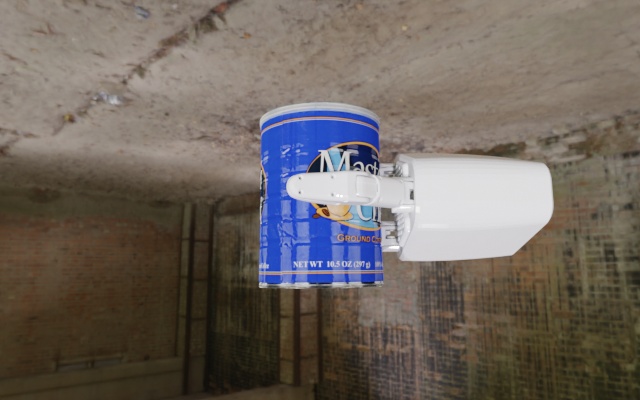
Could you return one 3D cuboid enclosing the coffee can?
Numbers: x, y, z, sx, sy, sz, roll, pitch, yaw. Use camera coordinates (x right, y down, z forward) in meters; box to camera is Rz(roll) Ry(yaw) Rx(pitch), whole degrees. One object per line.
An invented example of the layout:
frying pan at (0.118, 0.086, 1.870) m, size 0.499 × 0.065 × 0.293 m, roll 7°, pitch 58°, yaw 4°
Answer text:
coffee can at (0.000, 0.001, 0.401) m, size 0.103 × 0.140 × 0.103 m, roll 0°, pitch -9°, yaw 0°
